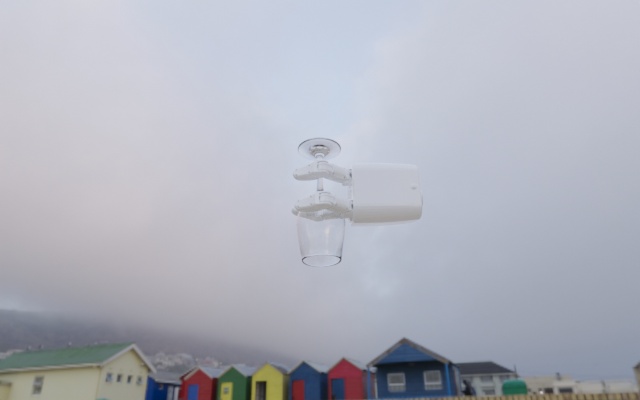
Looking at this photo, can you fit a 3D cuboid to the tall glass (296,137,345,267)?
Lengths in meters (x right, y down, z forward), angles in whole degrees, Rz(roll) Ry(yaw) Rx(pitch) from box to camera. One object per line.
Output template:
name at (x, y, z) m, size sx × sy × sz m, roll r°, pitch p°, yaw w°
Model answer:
tall glass at (0.000, 0.002, 0.775) m, size 0.079 × 0.201 × 0.079 m, roll -1°, pitch -25°, yaw 0°
